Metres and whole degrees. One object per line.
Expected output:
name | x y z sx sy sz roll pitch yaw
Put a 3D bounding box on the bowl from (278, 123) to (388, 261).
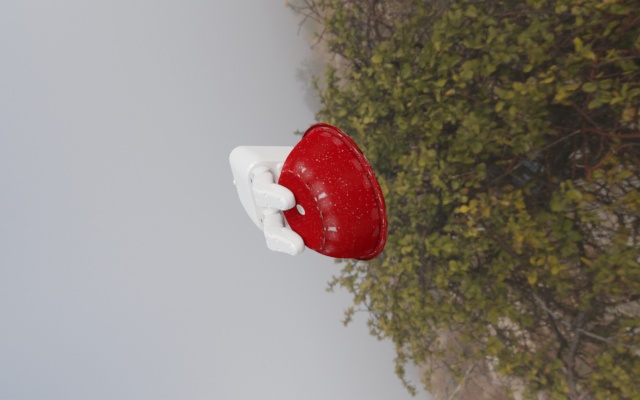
bowl | 0.000 0.002 0.515 0.055 0.162 0.162 -24 11 -27
